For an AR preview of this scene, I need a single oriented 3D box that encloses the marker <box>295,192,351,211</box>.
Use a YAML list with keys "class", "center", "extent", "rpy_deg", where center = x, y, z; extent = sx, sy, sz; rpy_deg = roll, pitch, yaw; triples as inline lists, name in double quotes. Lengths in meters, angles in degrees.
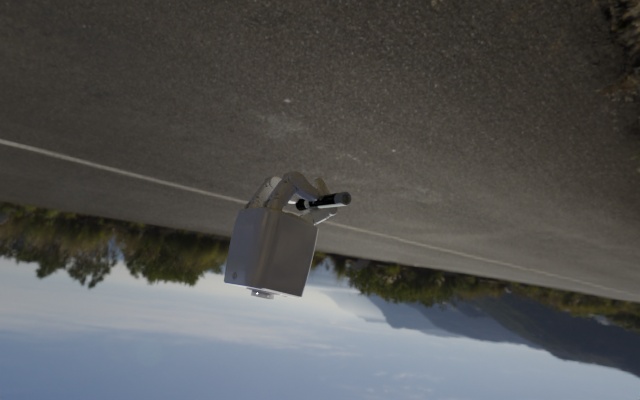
- class: "marker"
  center: [0.000, 0.002, 0.689]
  extent: [0.020, 0.020, 0.121]
  rpy_deg: [0, -5, -35]
